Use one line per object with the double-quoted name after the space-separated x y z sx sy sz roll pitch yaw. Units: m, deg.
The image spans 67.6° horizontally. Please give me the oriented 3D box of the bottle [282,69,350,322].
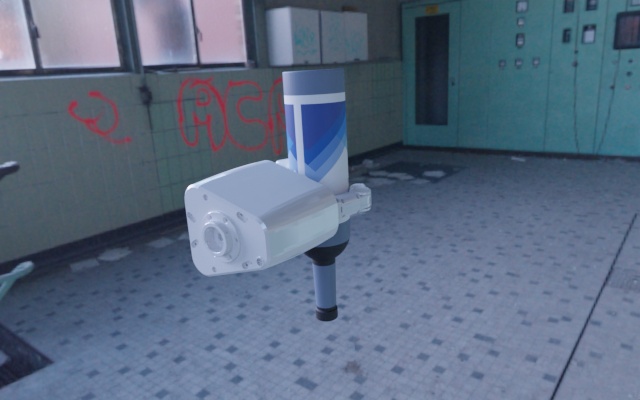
0.000 0.002 0.552 0.069 0.296 0.069 -3 15 1 "bottle"
